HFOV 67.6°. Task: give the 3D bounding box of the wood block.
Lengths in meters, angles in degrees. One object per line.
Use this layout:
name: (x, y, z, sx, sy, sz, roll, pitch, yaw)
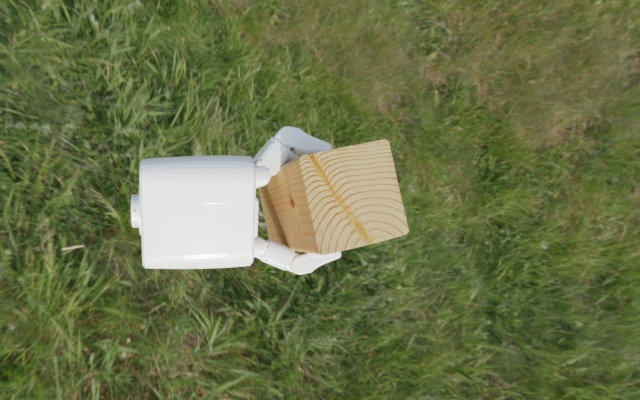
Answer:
wood block: (0.000, 0.002, 0.517, 0.090, 0.091, 0.206, -12, 1, -18)
